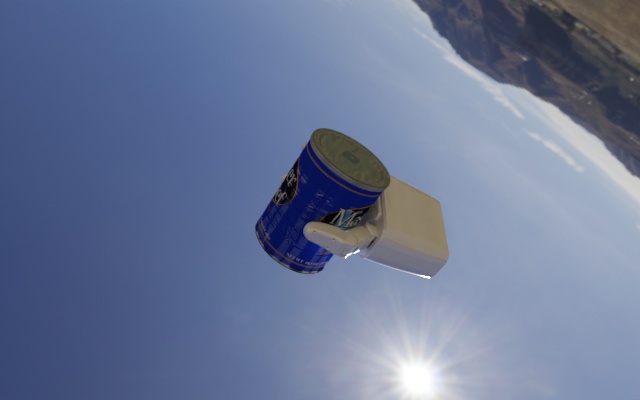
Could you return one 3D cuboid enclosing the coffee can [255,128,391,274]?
[{"bbox_3d":[0.000,0.002,0.560,0.103,0.140,0.102,26,29,-16],"label":"coffee can"}]
